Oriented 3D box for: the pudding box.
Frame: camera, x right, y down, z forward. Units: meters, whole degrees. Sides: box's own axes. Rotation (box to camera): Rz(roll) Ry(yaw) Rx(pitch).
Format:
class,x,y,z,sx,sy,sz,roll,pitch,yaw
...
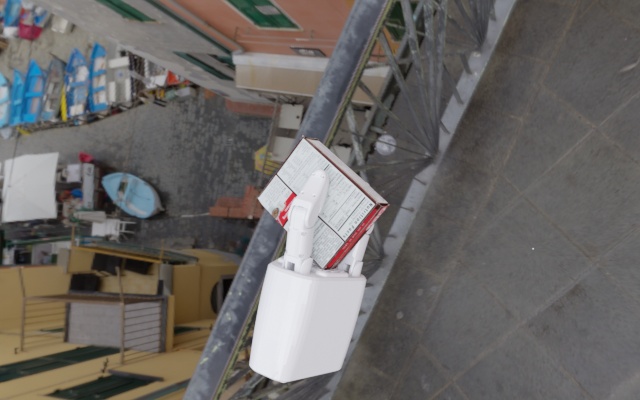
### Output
class,x,y,z,sx,sy,sz,roll,pitch,yaw
pudding box,0.000,0.002,0.493,0.113,0.090,0.039,44,16,20
